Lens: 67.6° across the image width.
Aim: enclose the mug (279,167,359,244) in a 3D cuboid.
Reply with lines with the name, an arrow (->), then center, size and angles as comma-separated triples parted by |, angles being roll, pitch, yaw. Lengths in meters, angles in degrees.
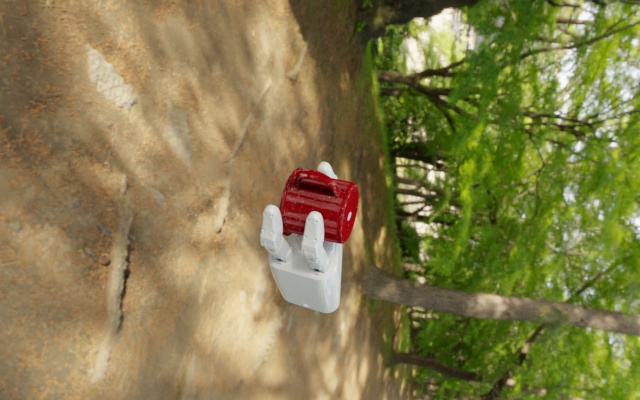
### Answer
mug -> 0.000, 0.001, 0.613 | 0.081, 0.093, 0.117 | 12, -36, 16
